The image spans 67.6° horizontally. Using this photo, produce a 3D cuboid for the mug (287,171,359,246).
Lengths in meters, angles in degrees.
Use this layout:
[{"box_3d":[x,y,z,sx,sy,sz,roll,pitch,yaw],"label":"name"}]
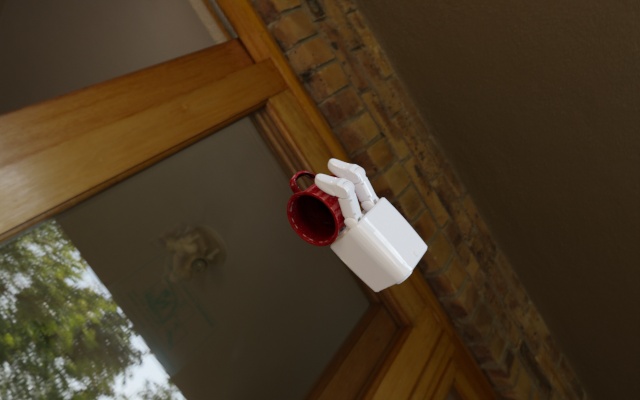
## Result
[{"box_3d":[-0.001,0.001,0.744,0.081,0.117,0.093,-40,-3,-46],"label":"mug"}]
